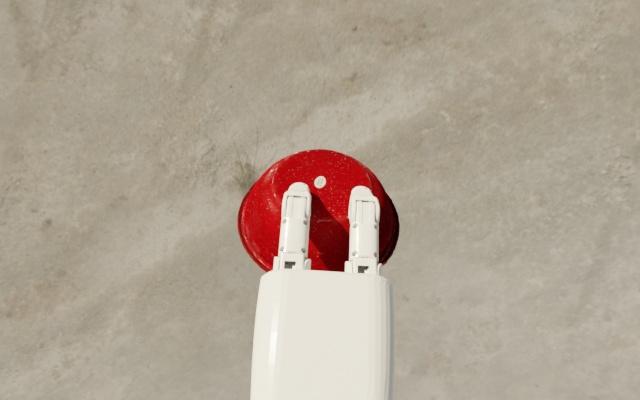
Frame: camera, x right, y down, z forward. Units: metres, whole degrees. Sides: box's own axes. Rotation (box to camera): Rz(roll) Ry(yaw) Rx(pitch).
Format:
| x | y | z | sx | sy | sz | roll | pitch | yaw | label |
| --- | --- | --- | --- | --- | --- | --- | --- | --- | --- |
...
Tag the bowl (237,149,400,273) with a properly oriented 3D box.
| x | y | z | sx | sy | sz | roll | pitch | yaw | label |
| --- | --- | --- | --- | --- | --- | --- | --- | --- | --- |
| 0.000 | 0.000 | 0.459 | 0.162 | 0.162 | 0.055 | 0 | -41 | -4 | bowl |
